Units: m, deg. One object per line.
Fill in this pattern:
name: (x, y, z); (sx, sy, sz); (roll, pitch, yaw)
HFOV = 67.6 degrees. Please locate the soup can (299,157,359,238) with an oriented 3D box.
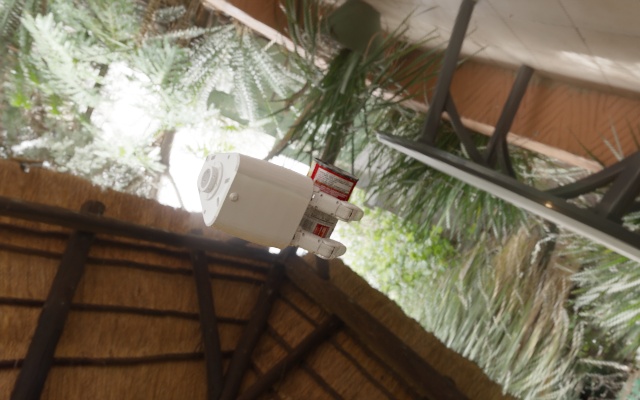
soup can: (0.000, 0.002, 0.646); (0.068, 0.102, 0.068); (25, 8, -4)
